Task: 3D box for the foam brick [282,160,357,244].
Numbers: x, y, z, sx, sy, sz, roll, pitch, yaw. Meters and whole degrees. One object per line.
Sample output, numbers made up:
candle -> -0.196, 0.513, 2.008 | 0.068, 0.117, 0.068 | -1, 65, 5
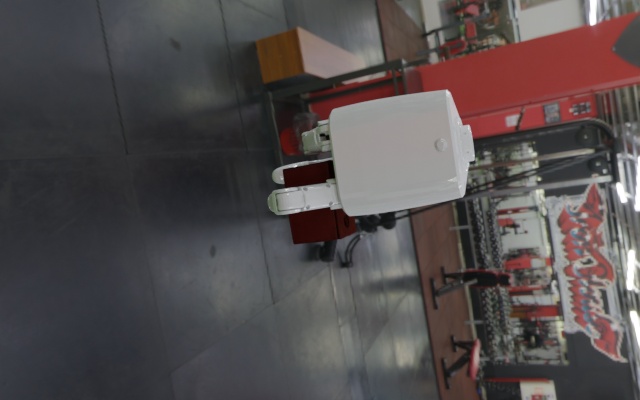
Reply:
foam brick -> 0.000, 0.002, 0.480 | 0.051, 0.078, 0.053 | -8, 2, 22
